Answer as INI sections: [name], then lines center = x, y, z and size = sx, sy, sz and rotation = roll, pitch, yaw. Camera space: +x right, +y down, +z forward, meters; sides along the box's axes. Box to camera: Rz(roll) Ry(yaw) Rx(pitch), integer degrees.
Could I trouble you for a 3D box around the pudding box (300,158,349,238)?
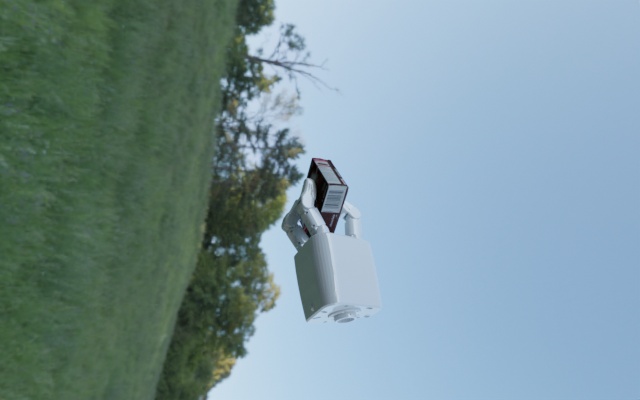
[pudding box]
center = 0.000, 0.003, 0.755
size = 0.039, 0.113, 0.090
rotation = 6, 29, -24
